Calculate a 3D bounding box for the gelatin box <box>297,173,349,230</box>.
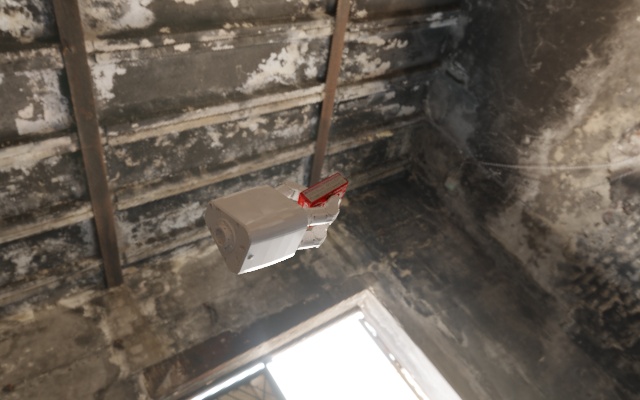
[{"bbox_3d":[0.000,0.002,0.791,0.089,0.073,0.030,-30,63,-34],"label":"gelatin box"}]
